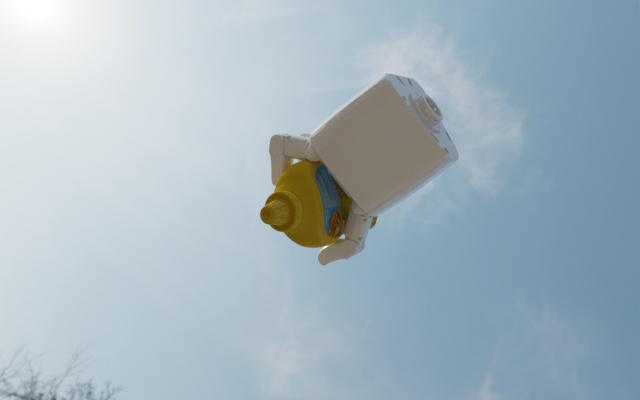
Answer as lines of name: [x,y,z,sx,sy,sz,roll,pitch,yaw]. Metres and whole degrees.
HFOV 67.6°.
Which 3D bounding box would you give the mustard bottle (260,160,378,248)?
mustard bottle: [0.000,0.002,0.534,0.058,0.096,0.191,-8,3,33]
